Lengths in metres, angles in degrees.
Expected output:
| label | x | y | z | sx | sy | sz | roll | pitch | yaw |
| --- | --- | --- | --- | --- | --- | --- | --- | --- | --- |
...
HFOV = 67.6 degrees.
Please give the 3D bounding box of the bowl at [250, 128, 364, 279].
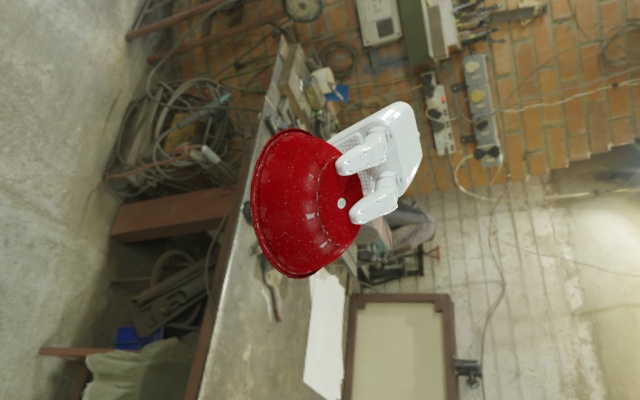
| label | x | y | z | sx | sy | sz | roll | pitch | yaw |
| --- | --- | --- | --- | --- | --- | --- | --- | --- | --- |
| bowl | 0.000 | 0.002 | 0.498 | 0.055 | 0.162 | 0.162 | -3 | -2 | 34 |
